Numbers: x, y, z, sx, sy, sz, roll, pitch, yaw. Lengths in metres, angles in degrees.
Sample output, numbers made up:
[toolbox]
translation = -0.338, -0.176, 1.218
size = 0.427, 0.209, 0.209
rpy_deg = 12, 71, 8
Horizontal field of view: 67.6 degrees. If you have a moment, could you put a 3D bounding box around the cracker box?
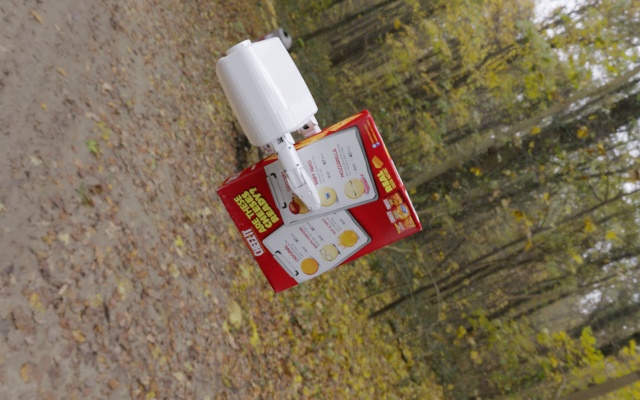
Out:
[cracker box]
translation = 0.000, 0.002, 0.629
size = 0.214, 0.164, 0.072
rpy_deg = -25, 14, 10
